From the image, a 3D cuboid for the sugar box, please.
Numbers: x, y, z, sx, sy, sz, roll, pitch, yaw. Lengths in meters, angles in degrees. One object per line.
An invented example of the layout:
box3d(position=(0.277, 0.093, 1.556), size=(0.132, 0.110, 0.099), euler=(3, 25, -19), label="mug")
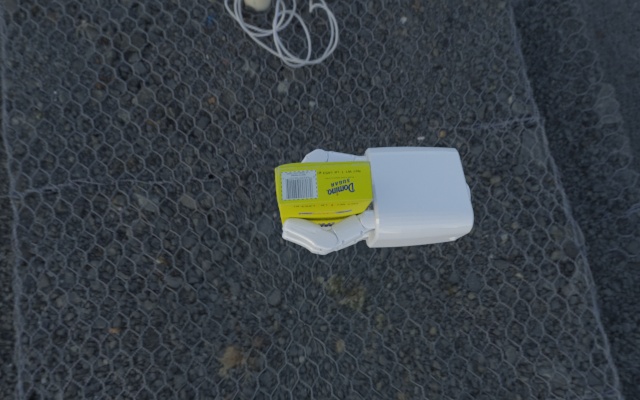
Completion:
box3d(position=(0.000, 0.002, 0.537), size=(0.093, 0.048, 0.176), euler=(-2, -14, -2), label="sugar box")
